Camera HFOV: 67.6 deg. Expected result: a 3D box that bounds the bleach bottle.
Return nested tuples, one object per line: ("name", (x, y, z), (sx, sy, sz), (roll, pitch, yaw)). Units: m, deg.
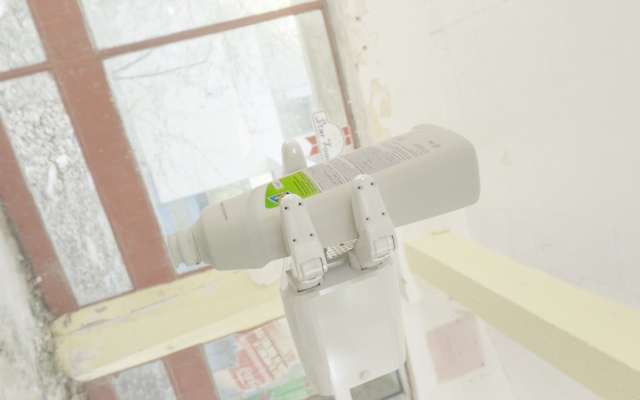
("bleach bottle", (0.000, 0.001, 0.402), (0.251, 0.068, 0.102), (-17, 21, -11))
